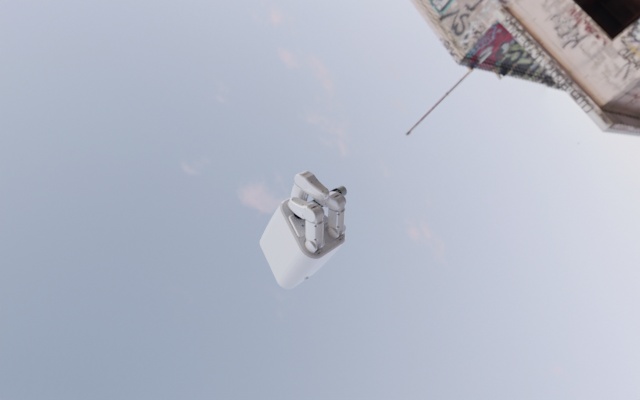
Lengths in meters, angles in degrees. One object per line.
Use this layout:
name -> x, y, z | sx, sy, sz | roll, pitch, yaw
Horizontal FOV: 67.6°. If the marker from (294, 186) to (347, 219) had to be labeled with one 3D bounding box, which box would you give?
marker -> 0.000, 0.002, 0.770 | 0.020, 0.020, 0.121 | 0, 19, 41
